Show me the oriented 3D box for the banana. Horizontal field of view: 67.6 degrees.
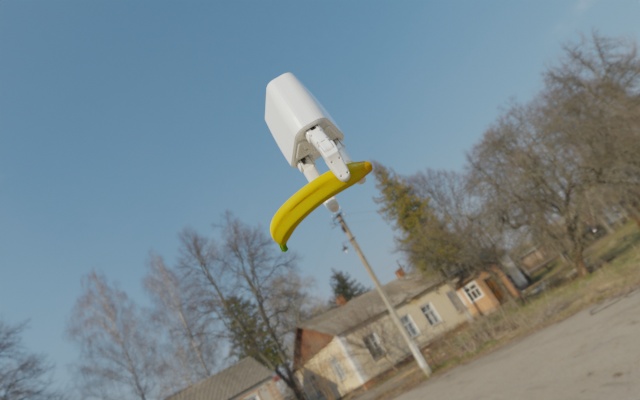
[{"bbox_3d":[-0.011,0.002,0.702,0.198,0.037,0.069,-42,-26,17],"label":"banana"}]
